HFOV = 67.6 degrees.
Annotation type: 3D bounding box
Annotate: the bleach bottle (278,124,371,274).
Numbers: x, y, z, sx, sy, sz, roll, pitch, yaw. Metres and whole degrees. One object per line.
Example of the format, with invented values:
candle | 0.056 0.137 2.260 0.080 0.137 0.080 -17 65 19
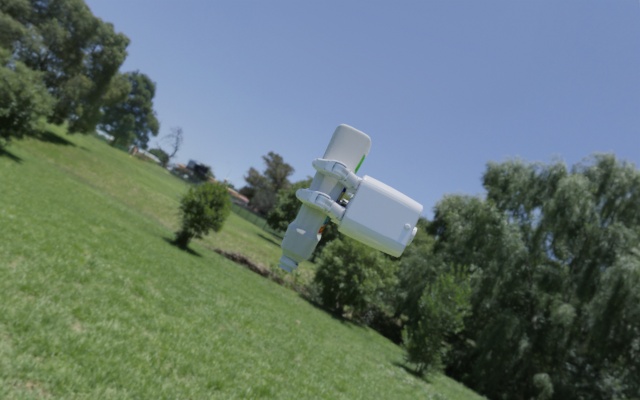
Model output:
bleach bottle | 0.000 0.003 0.788 0.068 0.251 0.102 27 -10 4
